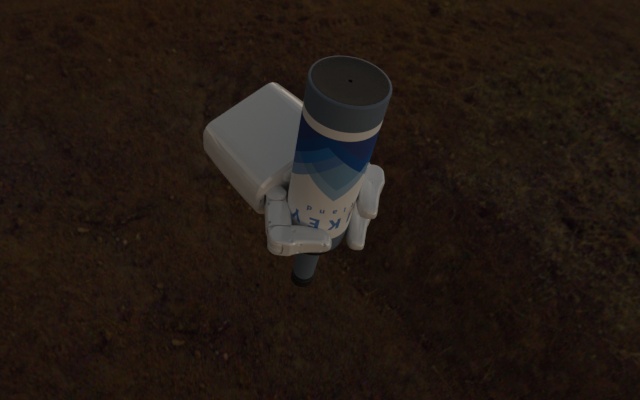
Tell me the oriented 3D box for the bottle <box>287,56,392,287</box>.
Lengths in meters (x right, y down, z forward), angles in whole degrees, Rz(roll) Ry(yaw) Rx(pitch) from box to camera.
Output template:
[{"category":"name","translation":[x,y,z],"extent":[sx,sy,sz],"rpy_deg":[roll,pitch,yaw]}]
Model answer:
[{"category":"bottle","translation":[0.000,0.001,0.477],"extent":[0.069,0.069,0.296],"rpy_deg":[0,-40,-12]}]
